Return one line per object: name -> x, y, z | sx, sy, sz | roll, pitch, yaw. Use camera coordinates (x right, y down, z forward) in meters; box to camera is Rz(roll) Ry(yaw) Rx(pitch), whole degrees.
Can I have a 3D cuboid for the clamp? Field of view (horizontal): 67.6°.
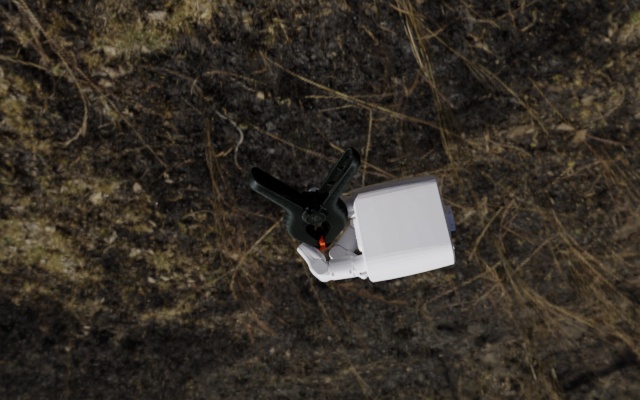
clamp -> 0.000, 0.002, 0.556 | 0.120, 0.039, 0.172 | -12, -33, 11
